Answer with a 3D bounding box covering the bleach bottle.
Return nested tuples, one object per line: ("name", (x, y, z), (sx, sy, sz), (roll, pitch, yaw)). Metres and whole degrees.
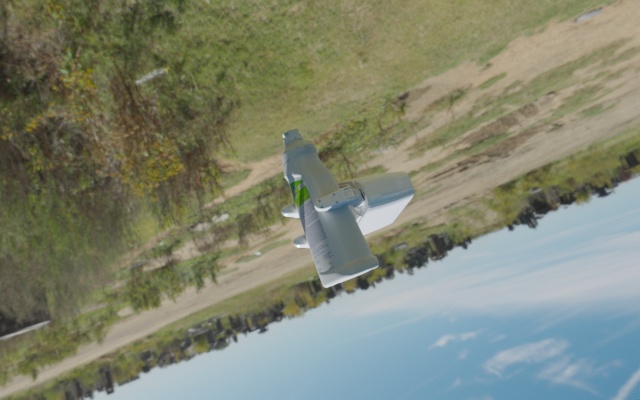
("bleach bottle", (0.000, 0.003, 0.742), (0.068, 0.250, 0.102), (-14, -13, -33))
